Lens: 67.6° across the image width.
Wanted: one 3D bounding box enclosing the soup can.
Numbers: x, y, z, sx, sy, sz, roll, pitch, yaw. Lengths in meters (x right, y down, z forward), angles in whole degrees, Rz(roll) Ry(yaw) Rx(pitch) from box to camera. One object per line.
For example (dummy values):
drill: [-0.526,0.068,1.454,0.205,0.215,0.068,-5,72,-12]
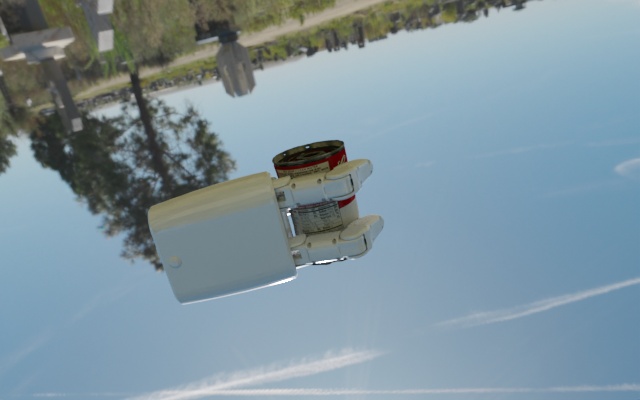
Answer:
soup can: [0.001,0.002,0.451,0.068,0.102,0.068,-13,17,4]
